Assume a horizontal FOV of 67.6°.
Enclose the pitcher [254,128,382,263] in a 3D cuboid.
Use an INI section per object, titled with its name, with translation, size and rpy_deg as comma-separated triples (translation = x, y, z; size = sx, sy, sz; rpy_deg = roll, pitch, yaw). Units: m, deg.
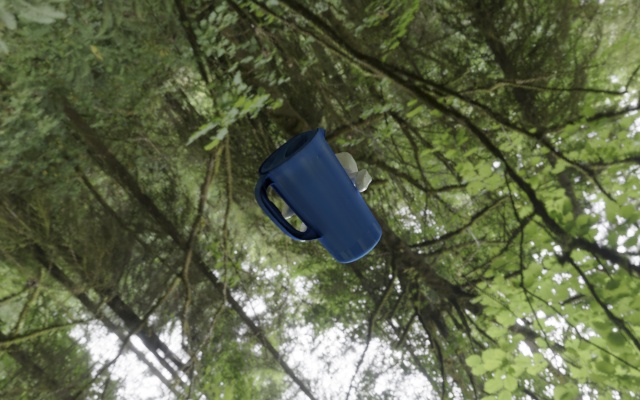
[pitcher]
translation = 0.000, 0.003, 0.877
size = 0.149, 0.243, 0.145
rpy_deg = -31, 19, 17
